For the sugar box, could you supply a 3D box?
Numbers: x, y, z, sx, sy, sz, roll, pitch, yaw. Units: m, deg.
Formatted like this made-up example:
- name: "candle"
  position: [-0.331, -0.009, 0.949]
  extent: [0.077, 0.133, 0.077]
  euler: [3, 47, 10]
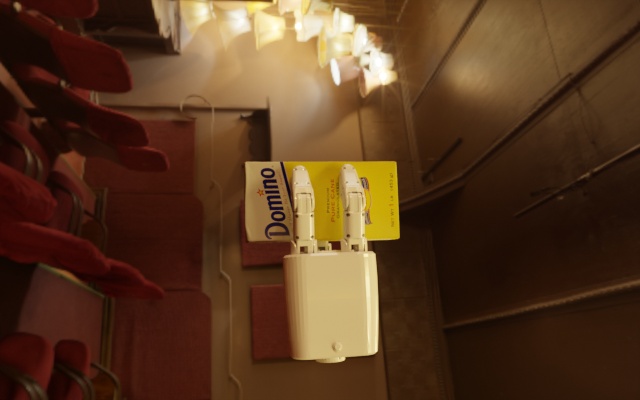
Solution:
- name: "sugar box"
  position: [0.000, 0.002, 0.556]
  extent: [0.176, 0.093, 0.048]
  euler: [-1, -6, -10]
